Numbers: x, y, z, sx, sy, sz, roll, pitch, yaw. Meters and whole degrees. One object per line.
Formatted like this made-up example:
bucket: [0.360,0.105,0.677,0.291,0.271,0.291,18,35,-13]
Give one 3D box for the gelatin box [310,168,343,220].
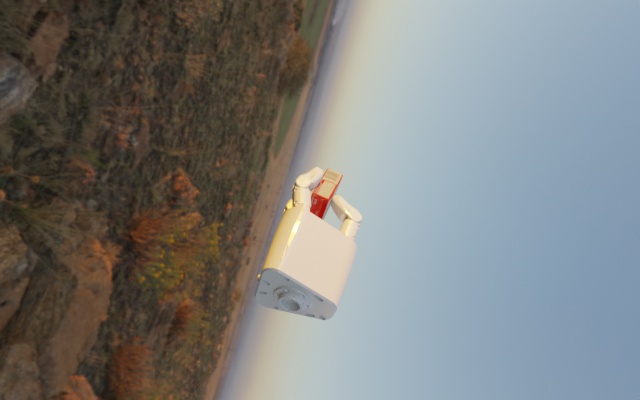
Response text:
gelatin box: [0.001,0.002,0.731,0.030,0.073,0.089,24,34,4]
